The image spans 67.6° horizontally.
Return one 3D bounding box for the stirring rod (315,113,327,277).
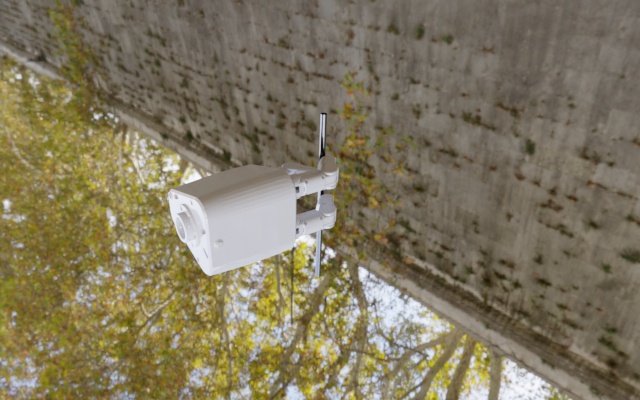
[{"bbox_3d":[0.000,0.002,0.625,0.011,0.240,0.011,2,29,-1],"label":"stirring rod"}]
